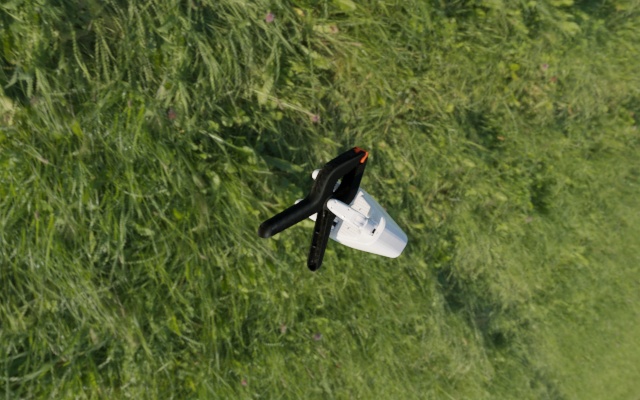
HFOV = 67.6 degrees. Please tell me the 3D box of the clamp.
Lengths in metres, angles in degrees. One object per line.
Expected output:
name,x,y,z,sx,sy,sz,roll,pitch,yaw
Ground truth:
clamp,0.001,0.002,0.731,0.036,0.210,0.165,32,0,37
